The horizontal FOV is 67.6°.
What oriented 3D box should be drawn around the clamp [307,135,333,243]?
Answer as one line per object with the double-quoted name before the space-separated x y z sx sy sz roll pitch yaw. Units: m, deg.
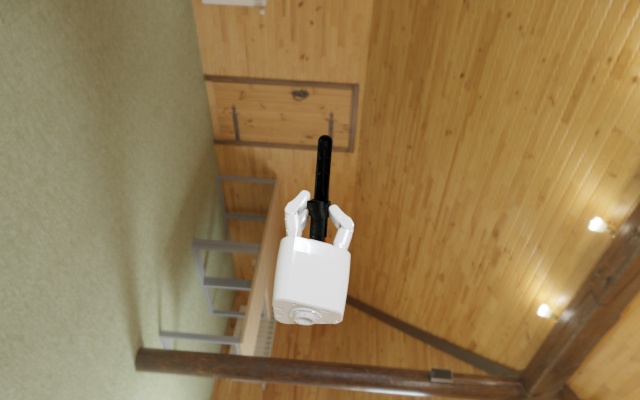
"clamp" 0.001 0.003 0.831 0.036 0.164 0.210 6 -36 5
